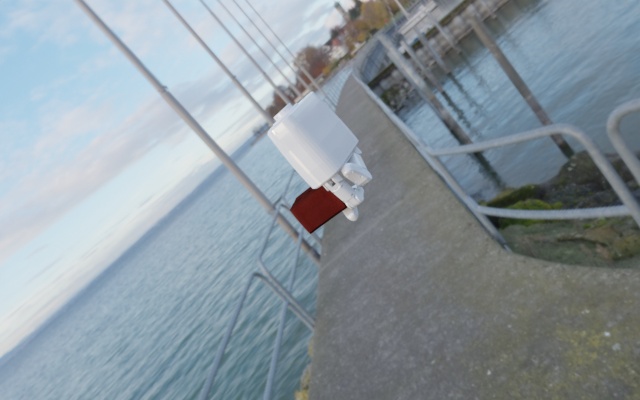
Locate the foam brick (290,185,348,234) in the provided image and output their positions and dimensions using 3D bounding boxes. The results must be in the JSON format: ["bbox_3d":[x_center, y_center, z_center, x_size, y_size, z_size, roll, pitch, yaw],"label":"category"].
[{"bbox_3d":[0.000,0.003,0.740,0.078,0.051,0.053,-37,14,23],"label":"foam brick"}]
